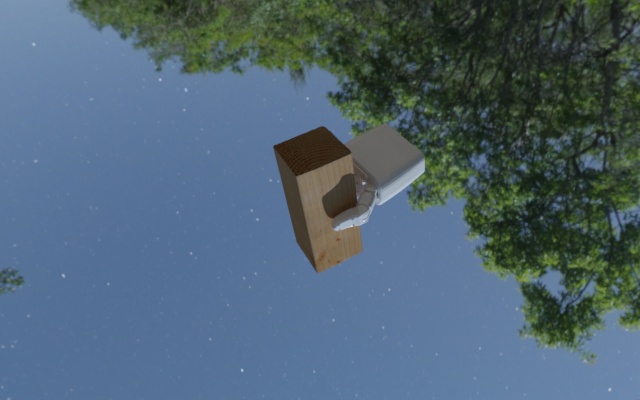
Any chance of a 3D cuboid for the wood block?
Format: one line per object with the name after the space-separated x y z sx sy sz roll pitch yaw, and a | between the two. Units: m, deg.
0.001 0.003 0.752 0.090 0.206 0.090 -24 43 -15 | wood block
